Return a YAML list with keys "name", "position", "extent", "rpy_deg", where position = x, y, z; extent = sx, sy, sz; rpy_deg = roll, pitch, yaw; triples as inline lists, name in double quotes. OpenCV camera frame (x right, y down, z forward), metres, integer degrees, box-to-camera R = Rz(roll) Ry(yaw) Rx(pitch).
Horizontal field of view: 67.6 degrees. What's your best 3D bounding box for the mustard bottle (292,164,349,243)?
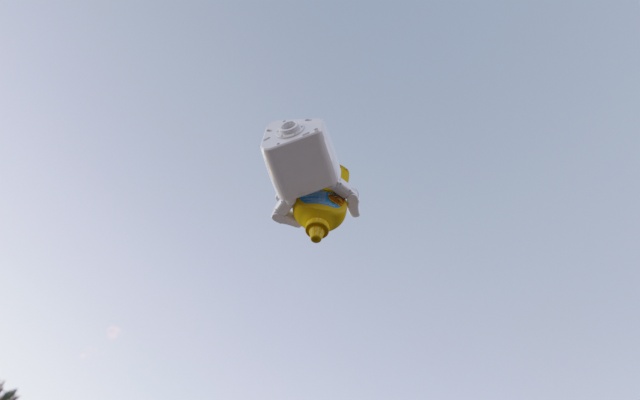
- name: "mustard bottle"
  position: [0.000, 0.003, 0.853]
  extent: [0.096, 0.058, 0.191]
  rpy_deg: [10, 39, -3]
